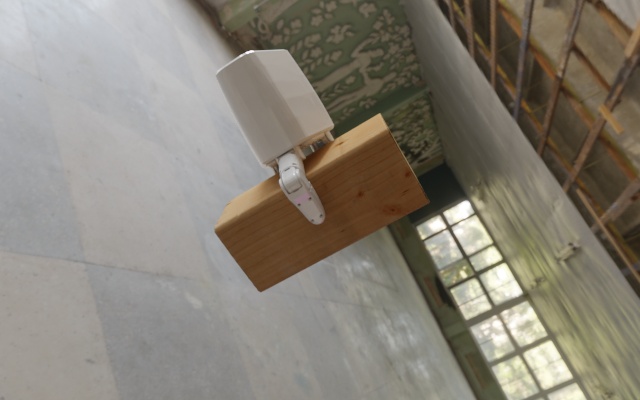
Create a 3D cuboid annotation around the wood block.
[{"bbox_3d":[0.000,0.001,0.525,0.206,0.090,0.090,-29,17,12],"label":"wood block"}]
